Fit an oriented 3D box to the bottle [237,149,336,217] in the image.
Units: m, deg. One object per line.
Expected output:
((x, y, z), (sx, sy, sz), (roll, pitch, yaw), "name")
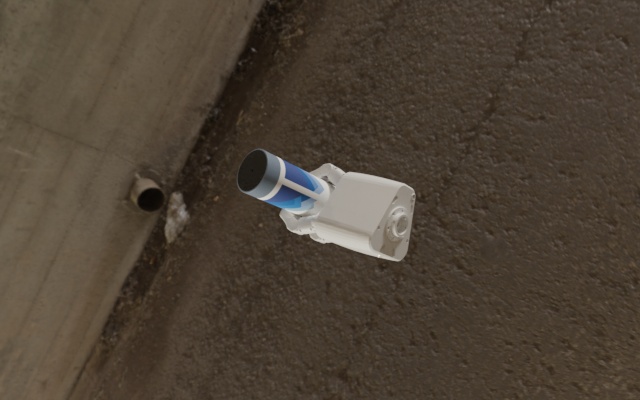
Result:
((0.000, 0.002, 0.773), (0.069, 0.069, 0.296), (0, -18, 44), "bottle")
